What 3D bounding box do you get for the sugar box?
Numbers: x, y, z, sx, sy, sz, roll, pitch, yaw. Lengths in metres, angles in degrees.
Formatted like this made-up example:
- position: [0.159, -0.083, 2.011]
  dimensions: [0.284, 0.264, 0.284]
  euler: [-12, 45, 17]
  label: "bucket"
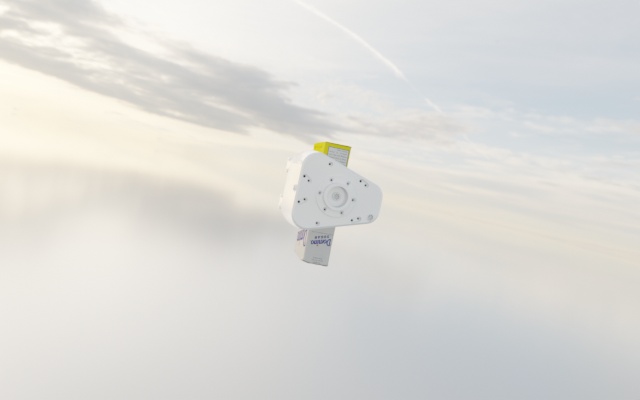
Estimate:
- position: [0.000, 0.002, 0.718]
  dimensions: [0.048, 0.176, 0.093]
  euler: [13, 2, -12]
  label: "sugar box"
